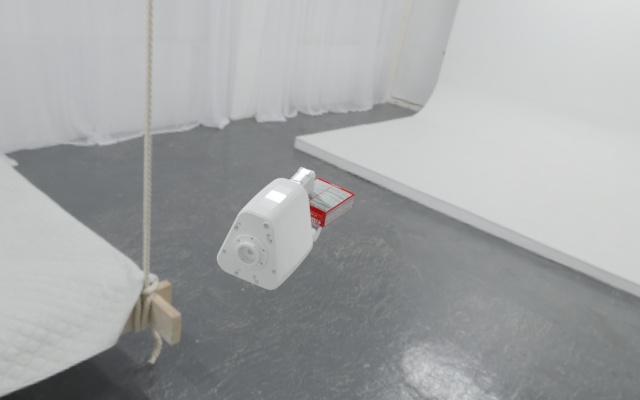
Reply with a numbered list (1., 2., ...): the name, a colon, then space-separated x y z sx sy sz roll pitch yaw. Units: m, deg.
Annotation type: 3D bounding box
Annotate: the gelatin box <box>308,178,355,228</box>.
1. gelatin box: 0.000 0.002 0.755 0.073 0.030 0.089 25 34 26
